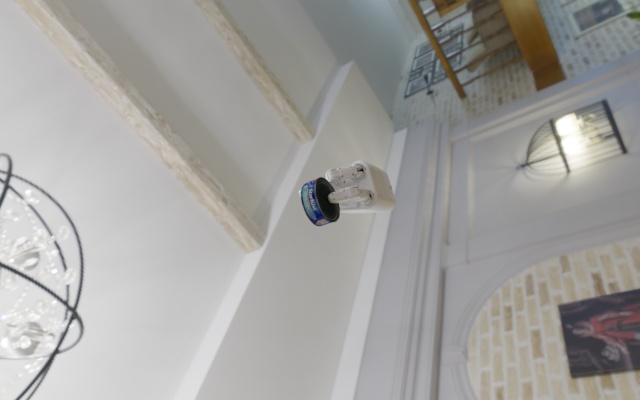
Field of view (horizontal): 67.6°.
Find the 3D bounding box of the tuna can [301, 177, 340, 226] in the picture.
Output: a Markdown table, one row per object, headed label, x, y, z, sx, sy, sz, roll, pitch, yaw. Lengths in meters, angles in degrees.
| label | x | y | z | sx | sy | sz | roll | pitch | yaw |
| --- | --- | --- | --- | --- | --- | --- | --- | --- | --- |
| tuna can | 0.000 | 0.003 | 0.868 | 0.034 | 0.086 | 0.086 | -19 | -9 | 26 |
